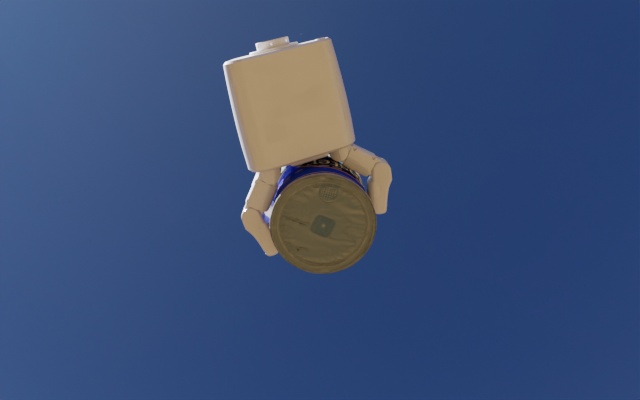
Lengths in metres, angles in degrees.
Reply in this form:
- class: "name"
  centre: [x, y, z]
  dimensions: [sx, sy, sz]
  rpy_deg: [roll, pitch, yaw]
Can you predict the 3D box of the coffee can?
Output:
- class: "coffee can"
  centre: [0.000, 0.002, 0.520]
  dimensions: [0.103, 0.103, 0.140]
  rpy_deg: [0, 19, -2]
